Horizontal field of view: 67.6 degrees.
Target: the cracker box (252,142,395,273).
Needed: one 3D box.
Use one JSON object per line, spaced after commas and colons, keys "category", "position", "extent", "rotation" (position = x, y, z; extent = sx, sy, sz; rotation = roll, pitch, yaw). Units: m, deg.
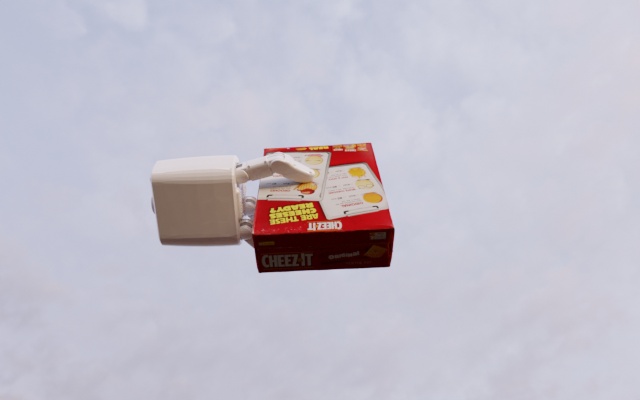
{"category": "cracker box", "position": [0.000, 0.002, 0.642], "extent": [0.164, 0.072, 0.213], "rotation": [-3, 34, -1]}
